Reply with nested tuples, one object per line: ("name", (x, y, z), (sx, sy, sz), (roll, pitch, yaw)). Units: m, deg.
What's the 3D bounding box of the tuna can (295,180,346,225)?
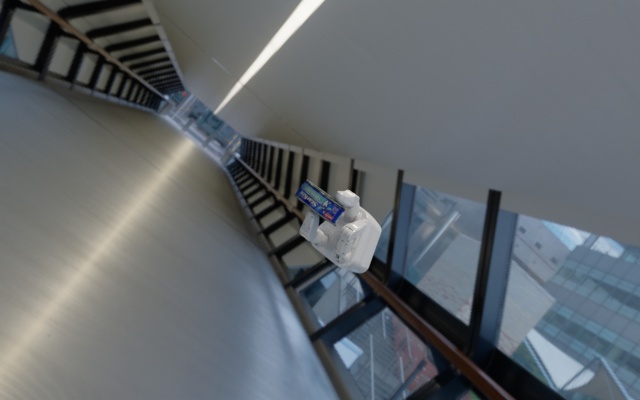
("tuna can", (0.000, 0.002, 0.803), (0.086, 0.034, 0.086), (37, 4, -3))
